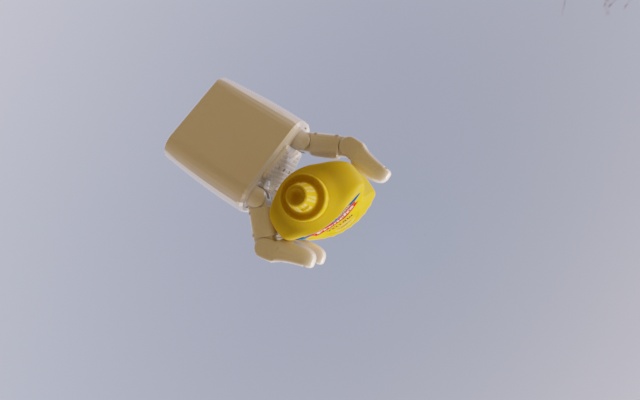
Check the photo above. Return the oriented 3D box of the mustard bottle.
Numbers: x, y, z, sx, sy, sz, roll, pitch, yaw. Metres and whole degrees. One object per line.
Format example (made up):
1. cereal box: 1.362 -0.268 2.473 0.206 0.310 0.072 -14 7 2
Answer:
1. mustard bottle: 0.000 0.002 0.474 0.096 0.058 0.191 -34 -10 8
